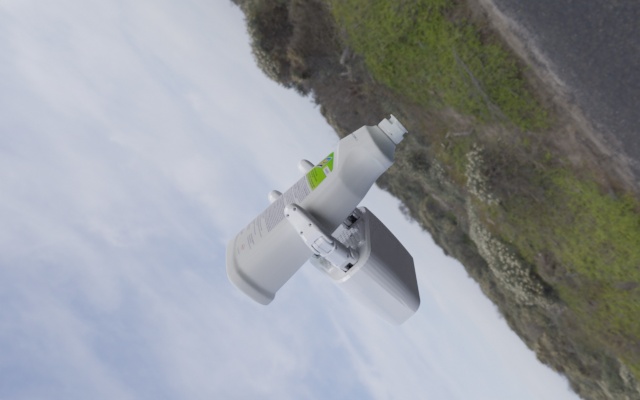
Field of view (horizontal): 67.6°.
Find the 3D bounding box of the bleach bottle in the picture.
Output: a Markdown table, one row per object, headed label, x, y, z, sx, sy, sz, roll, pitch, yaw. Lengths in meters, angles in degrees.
| label | x | y | z | sx | sy | sz | roll | pitch | yaw |
| --- | --- | --- | --- | --- | --- | --- | --- | --- | --- |
| bleach bottle | 0.000 | 0.002 | 0.547 | 0.068 | 0.251 | 0.102 | 42 | 10 | -26 |
